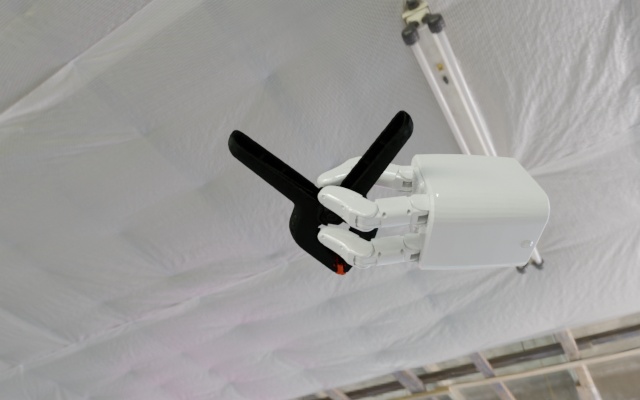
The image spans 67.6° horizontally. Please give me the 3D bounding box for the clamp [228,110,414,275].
[{"bbox_3d":[0.000,0.001,0.484,0.164,0.210,0.036,0,44,0],"label":"clamp"}]
